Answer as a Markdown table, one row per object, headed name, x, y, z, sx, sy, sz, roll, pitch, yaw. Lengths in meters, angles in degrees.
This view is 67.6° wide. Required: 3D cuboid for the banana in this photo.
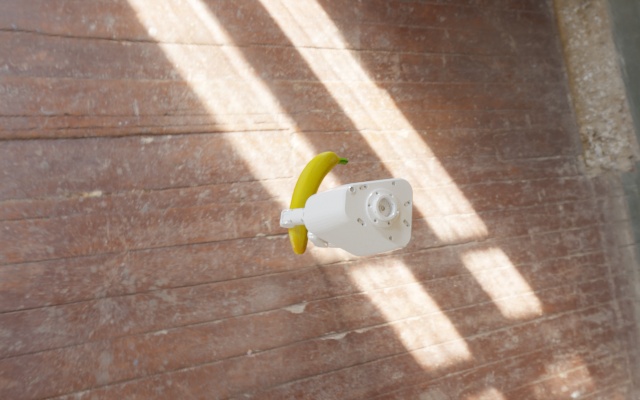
| name | x | y | z | sx | sy | sz | roll | pitch | yaw |
| --- | --- | --- | --- | --- | --- | --- | --- | --- | --- |
| banana | -0.013 | -0.011 | 0.776 | 0.070 | 0.197 | 0.037 | 36 | -25 | -20 |
